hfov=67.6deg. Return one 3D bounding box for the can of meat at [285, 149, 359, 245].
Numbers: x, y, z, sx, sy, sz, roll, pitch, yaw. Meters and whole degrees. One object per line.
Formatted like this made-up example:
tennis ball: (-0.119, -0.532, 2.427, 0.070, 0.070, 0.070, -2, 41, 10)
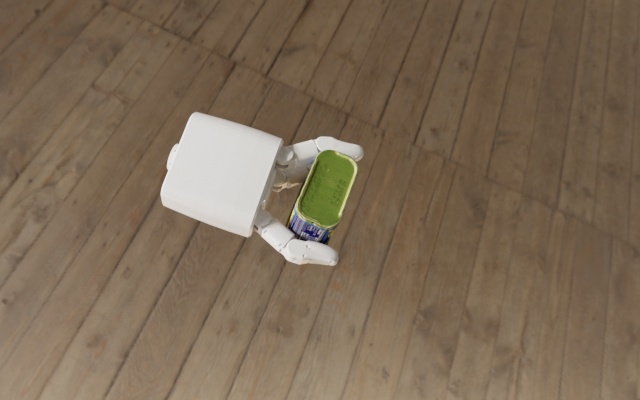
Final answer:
can of meat: (0.000, 0.002, 0.555, 0.057, 0.102, 0.084, 22, -28, -2)
